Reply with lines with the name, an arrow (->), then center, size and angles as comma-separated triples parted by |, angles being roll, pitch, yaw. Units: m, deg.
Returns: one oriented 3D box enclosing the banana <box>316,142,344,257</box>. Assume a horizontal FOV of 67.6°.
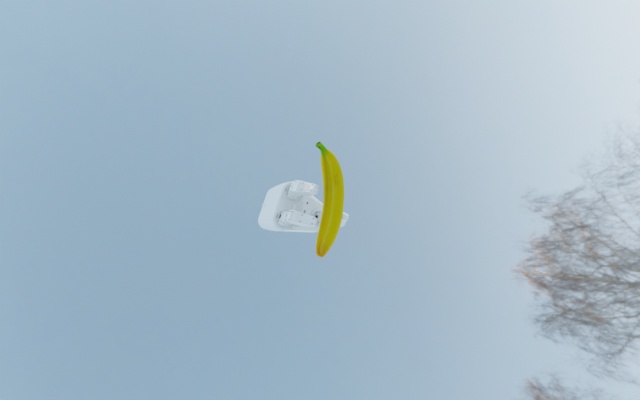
banana -> 0.014, -0.001, 0.843 | 0.069, 0.198, 0.037 | -3, 2, -44
